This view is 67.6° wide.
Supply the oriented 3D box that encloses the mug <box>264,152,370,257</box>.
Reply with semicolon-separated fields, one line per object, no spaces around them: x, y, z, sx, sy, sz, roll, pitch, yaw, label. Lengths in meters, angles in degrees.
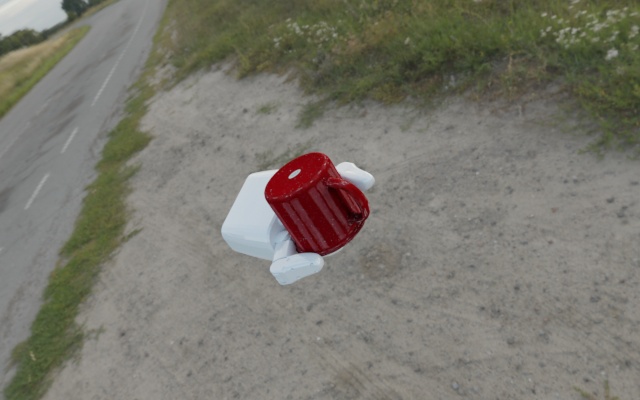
0.001;0.002;0.514;0.117;0.081;0.093;0;42;45;mug
